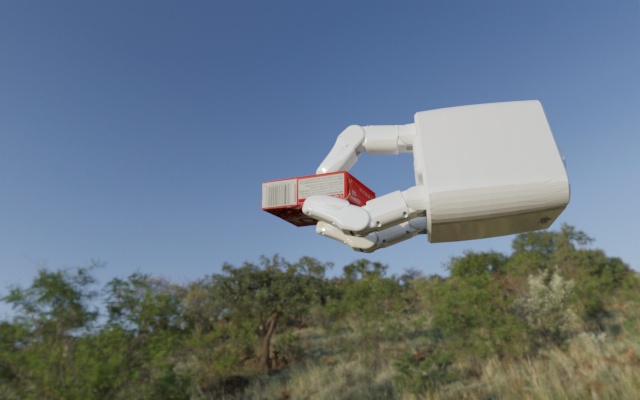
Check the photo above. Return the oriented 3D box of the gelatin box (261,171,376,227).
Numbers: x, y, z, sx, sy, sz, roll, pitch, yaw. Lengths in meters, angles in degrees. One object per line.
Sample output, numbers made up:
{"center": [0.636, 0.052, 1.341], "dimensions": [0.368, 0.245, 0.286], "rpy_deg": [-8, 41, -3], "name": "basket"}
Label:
{"center": [0.000, 0.001, 0.452], "dimensions": [0.089, 0.030, 0.073], "rpy_deg": [-7, -18, 24], "name": "gelatin box"}
